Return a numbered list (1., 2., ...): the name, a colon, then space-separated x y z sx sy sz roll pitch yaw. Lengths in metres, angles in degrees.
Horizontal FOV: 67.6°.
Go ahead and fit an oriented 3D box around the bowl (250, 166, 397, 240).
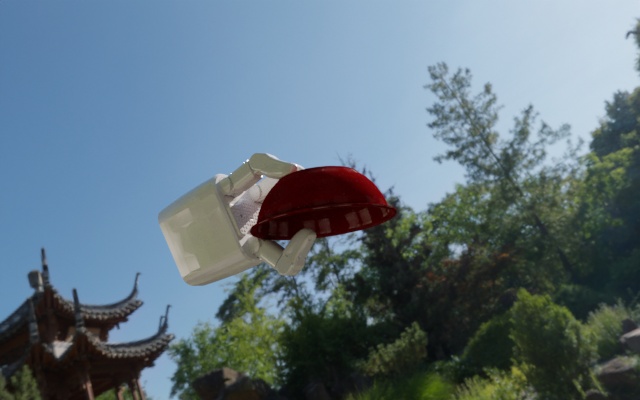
1. bowl: 0.001 0.001 0.530 0.162 0.055 0.162 -7 -14 -2
